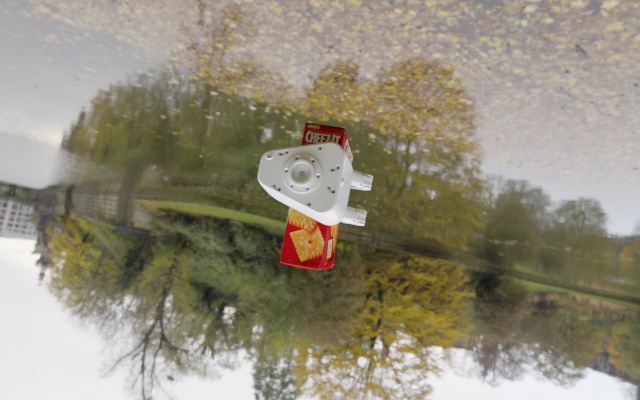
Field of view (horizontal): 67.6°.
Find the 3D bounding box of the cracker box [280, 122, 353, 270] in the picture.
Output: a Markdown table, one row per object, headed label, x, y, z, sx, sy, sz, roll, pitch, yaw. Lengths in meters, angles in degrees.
| label | x | y | z | sx | sy | sz | roll | pitch | yaw |
| --- | --- | --- | --- | --- | --- | --- | --- | --- | --- |
| cracker box | 0.000 | 0.003 | 0.775 | 0.072 | 0.213 | 0.164 | 10 | -6 | 8 |
